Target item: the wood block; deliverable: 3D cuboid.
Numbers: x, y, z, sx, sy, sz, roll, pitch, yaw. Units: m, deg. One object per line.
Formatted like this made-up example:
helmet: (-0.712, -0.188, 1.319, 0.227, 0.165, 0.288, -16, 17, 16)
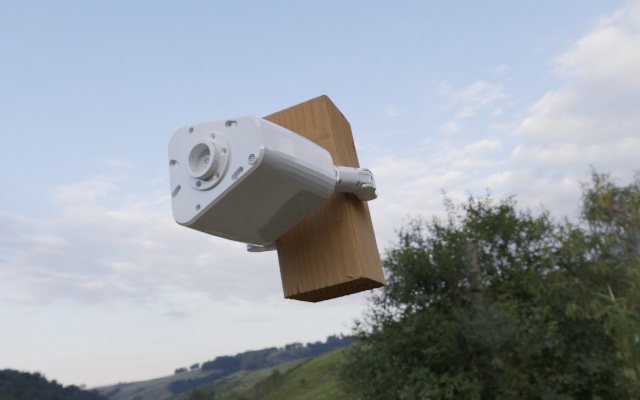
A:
wood block: (0.000, 0.001, 0.537, 0.091, 0.206, 0.090, -17, -20, 17)
